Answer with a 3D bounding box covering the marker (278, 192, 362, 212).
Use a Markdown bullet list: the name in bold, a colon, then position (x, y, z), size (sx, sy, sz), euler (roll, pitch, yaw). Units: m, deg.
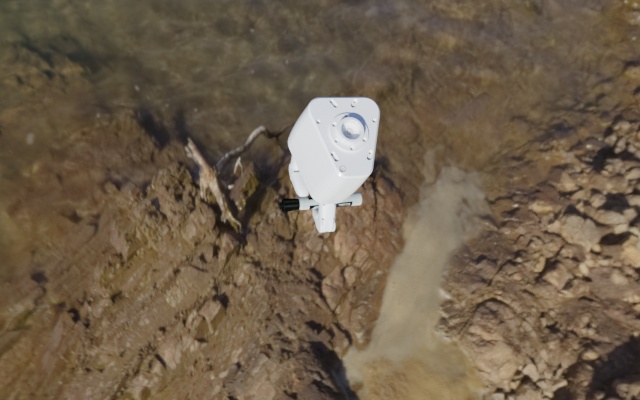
- **marker**: position (0.000, 0.002, 0.678), size (0.121, 0.020, 0.020), euler (-5, 1, -17)
